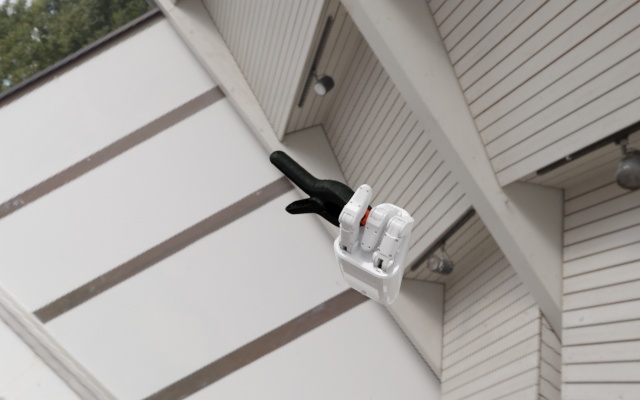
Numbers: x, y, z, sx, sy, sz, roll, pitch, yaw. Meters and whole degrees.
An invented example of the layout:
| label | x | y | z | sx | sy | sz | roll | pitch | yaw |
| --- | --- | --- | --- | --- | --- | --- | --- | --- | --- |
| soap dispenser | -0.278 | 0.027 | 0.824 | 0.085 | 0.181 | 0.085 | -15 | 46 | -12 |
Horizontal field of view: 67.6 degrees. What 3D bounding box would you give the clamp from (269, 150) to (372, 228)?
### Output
| label | x | y | z | sx | sy | sz | roll | pitch | yaw |
| --- | --- | --- | --- | --- | --- | --- | --- | --- | --- |
| clamp | 0.001 | 0.002 | 0.693 | 0.171 | 0.039 | 0.120 | 30 | -27 | 26 |
